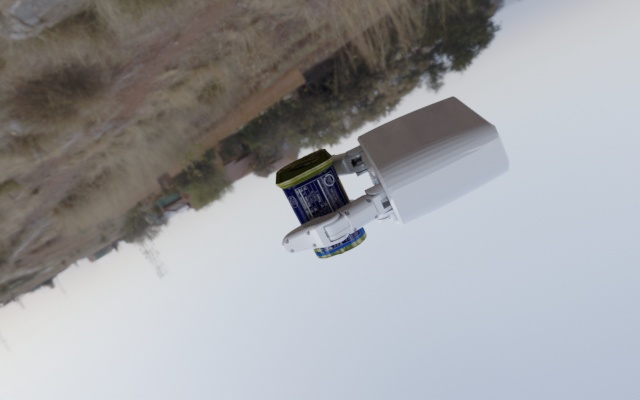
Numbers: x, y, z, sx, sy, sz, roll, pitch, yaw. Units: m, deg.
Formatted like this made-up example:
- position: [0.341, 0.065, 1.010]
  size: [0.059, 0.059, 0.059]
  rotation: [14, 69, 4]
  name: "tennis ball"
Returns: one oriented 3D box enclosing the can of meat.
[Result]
- position: [0.000, 0.002, 0.469]
  size: [0.057, 0.084, 0.102]
  rotation: [-27, 13, 1]
  name: "can of meat"
